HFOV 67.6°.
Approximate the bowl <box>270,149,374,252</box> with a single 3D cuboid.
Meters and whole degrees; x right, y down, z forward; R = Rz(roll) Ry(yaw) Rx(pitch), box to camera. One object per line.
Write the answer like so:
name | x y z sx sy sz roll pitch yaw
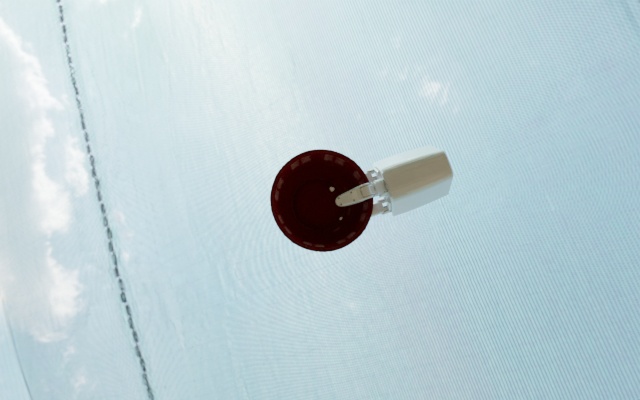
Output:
bowl | -0.001 0.003 0.765 0.162 0.162 0.055 0 -8 -7
